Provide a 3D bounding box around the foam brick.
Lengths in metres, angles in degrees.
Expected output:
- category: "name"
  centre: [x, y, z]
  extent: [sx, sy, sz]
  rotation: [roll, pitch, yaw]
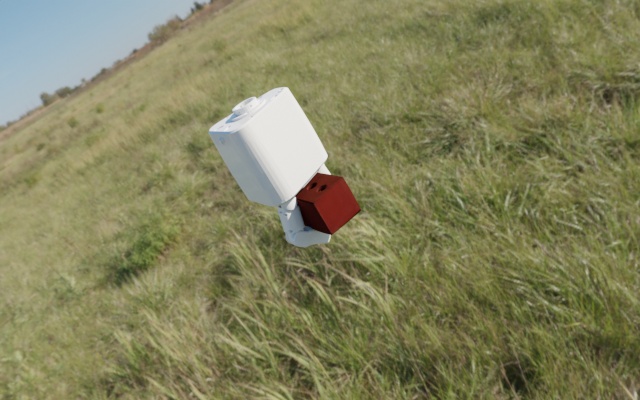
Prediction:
- category: "foam brick"
  centre: [0.000, 0.002, 0.596]
  extent: [0.053, 0.051, 0.078]
  rotation: [-40, 27, -22]
